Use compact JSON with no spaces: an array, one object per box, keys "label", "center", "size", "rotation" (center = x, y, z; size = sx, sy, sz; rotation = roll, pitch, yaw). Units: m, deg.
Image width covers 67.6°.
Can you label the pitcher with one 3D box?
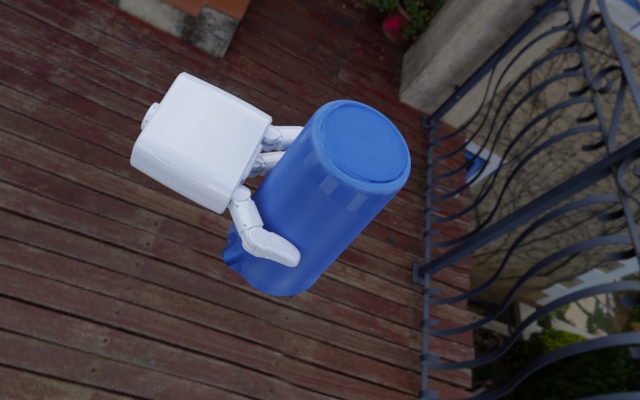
[{"label":"pitcher","center":[0.000,0.002,0.538],"size":[0.145,0.149,0.243],"rotation":[29,-39,-10]}]
